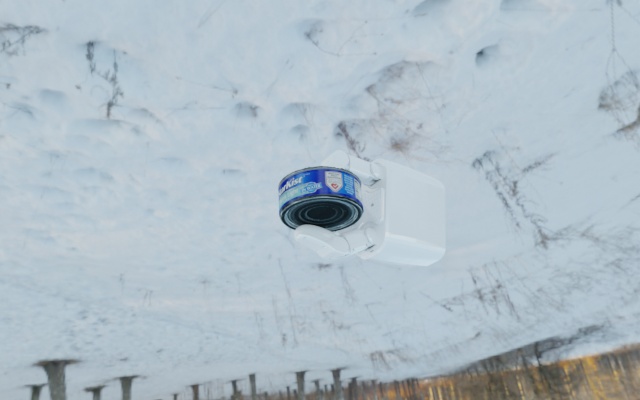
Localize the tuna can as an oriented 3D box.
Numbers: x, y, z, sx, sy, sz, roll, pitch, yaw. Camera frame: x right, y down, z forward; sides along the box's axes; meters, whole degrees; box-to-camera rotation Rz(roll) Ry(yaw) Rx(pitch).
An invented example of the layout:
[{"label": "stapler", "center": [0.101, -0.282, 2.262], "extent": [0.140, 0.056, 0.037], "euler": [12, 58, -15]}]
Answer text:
[{"label": "tuna can", "center": [0.000, 0.002, 0.482], "extent": [0.086, 0.033, 0.086], "euler": [-3, -28, -1]}]
